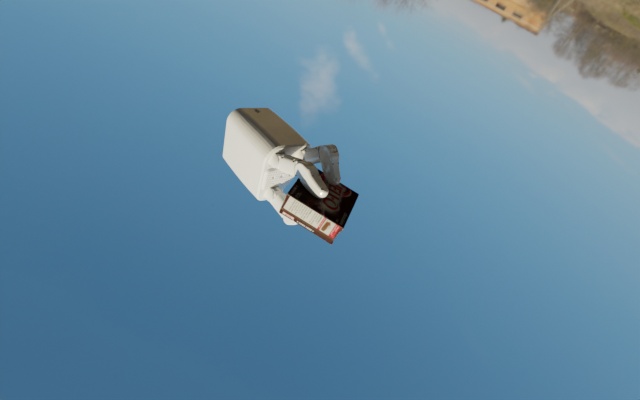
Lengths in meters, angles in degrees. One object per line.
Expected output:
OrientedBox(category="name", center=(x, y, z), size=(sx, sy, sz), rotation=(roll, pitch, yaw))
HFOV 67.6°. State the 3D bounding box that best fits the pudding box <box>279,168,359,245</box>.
OrientedBox(category="pudding box", center=(0.000, 0.002, 0.686), size=(0.090, 0.039, 0.113), rotation=(31, 32, 0))
